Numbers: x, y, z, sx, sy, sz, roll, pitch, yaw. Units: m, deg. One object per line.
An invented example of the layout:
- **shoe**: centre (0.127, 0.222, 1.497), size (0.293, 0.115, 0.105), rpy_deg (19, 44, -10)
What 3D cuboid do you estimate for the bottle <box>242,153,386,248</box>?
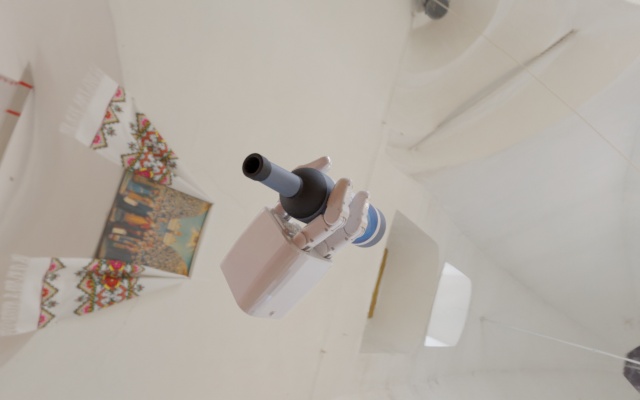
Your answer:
- **bottle**: centre (0.000, 0.002, 0.615), size (0.069, 0.069, 0.296), rpy_deg (0, -15, 30)
